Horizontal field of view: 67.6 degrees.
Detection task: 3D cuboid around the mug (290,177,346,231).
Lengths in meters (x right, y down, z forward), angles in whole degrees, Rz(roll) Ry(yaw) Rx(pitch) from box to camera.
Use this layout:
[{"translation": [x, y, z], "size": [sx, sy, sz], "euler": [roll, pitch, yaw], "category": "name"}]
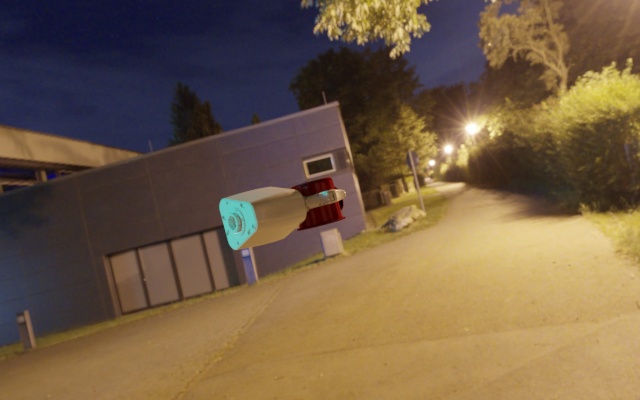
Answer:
[{"translation": [0.001, 0.002, 0.891], "size": [0.117, 0.081, 0.093], "euler": [-15, 0, -43], "category": "mug"}]
